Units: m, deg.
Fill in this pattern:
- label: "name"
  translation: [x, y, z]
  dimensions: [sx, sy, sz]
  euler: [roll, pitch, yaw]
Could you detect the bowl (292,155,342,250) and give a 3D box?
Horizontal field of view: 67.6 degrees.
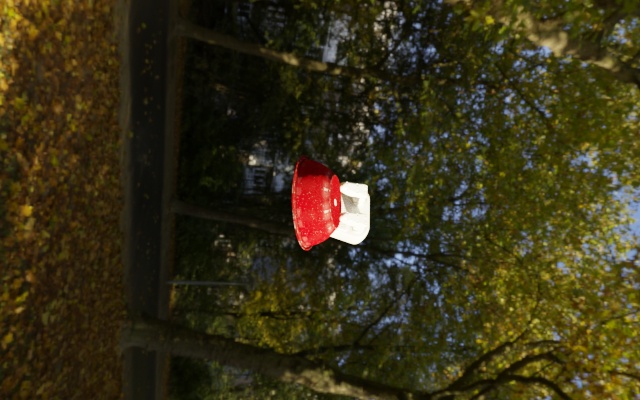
- label: "bowl"
  translation: [0.000, 0.003, 0.807]
  dimensions: [0.055, 0.162, 0.162]
  euler: [-2, -1, 14]
